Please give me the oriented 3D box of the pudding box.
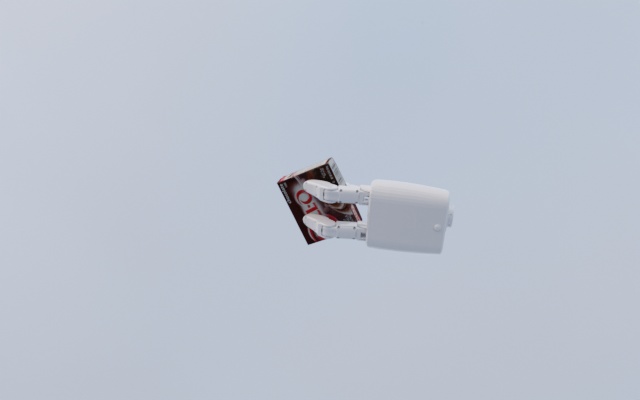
[{"bbox_3d":[0.000,0.002,0.720,0.090,0.113,0.039,-20,13,22],"label":"pudding box"}]
